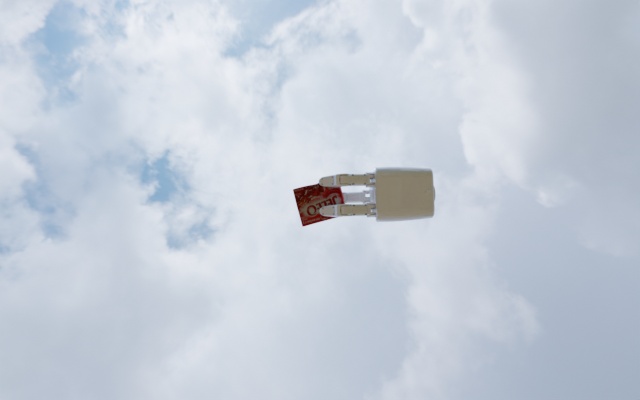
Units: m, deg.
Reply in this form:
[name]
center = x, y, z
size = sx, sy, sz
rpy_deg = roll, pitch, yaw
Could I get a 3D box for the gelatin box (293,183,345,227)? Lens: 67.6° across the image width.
[gelatin box]
center = 0.000, 0.003, 0.894
size = 0.089, 0.073, 0.030
rpy_deg = -15, -3, 5
